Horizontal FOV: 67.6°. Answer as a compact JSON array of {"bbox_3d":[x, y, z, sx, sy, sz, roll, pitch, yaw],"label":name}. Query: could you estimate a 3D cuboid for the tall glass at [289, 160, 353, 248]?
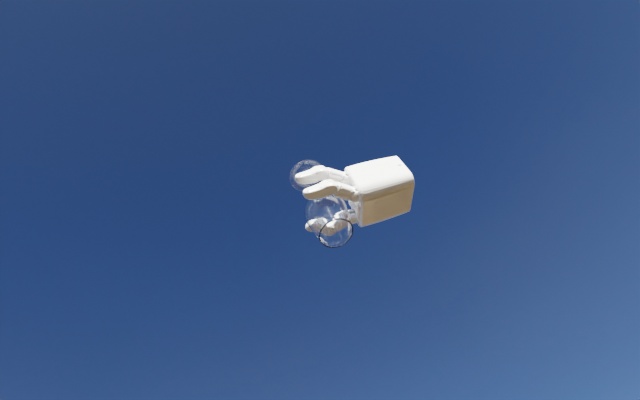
[{"bbox_3d":[0.000,0.003,0.891,0.079,0.079,0.201,0,33,-19],"label":"tall glass"}]
